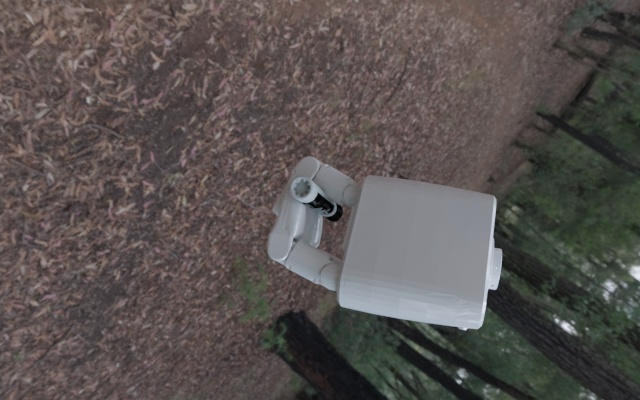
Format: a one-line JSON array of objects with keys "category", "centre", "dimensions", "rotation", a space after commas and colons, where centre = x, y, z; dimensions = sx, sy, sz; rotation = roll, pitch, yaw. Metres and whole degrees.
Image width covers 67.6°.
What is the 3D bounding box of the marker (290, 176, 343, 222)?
[{"category": "marker", "centre": [0.000, 0.001, 0.417], "dimensions": [0.020, 0.020, 0.121], "rotation": [0, -11, 14]}]
